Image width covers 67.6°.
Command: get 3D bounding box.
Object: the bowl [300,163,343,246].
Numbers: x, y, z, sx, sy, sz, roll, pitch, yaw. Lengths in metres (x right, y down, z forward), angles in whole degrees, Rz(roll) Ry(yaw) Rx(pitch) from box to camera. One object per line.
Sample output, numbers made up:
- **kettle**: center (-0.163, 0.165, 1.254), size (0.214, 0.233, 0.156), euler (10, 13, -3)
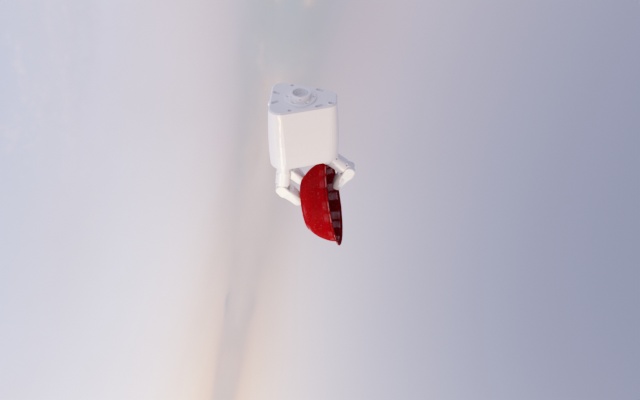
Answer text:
- **bowl**: center (0.000, 0.004, 0.853), size (0.055, 0.162, 0.162), euler (-8, -1, 10)
